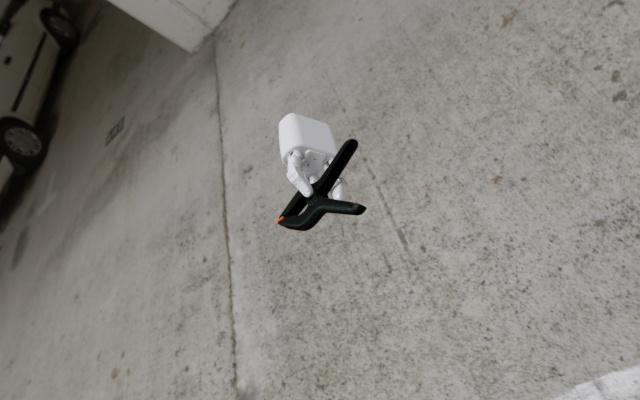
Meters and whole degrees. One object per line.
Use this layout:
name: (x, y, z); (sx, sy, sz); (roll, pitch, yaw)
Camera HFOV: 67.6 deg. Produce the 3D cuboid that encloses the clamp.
clamp: (-0.001, 0.003, 0.854); (0.036, 0.164, 0.210); (31, -57, -34)
